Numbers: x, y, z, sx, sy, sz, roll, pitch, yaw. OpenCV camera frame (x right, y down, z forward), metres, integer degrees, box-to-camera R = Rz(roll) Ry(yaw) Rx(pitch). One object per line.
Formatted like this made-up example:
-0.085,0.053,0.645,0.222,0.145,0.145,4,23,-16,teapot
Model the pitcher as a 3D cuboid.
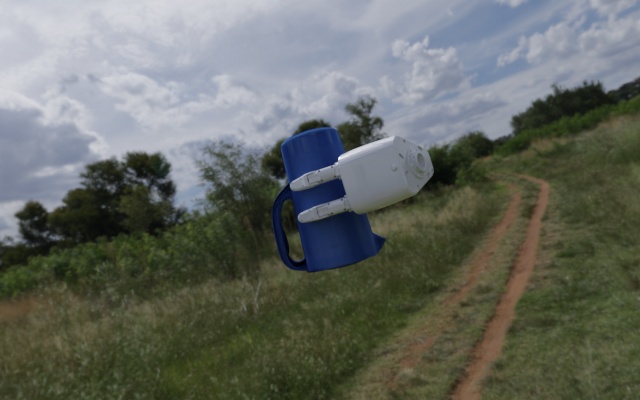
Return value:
0.000,0.003,0.848,0.145,0.243,0.149,-19,-5,41,pitcher
